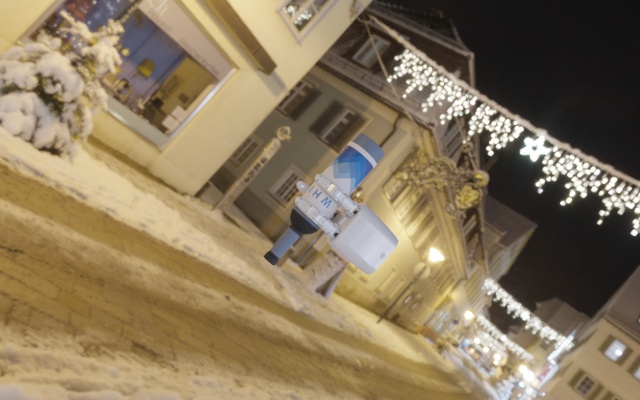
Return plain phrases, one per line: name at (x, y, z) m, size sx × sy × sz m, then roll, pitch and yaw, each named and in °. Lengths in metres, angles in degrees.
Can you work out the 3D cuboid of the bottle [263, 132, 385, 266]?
bottle at (0.000, 0.003, 0.899) m, size 0.069 × 0.295 × 0.069 m, roll 41°, pitch -3°, yaw 3°
